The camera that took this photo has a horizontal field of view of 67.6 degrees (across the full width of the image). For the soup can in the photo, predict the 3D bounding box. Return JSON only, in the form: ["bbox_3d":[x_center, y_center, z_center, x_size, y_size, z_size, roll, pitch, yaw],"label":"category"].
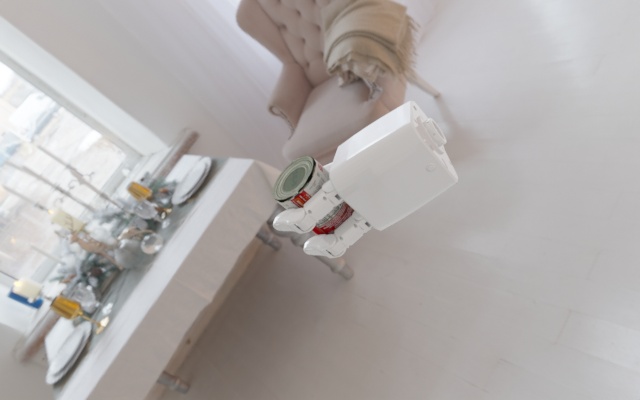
[{"bbox_3d":[0.000,0.002,0.581,0.102,0.068,0.068,41,-24,-31],"label":"soup can"}]
